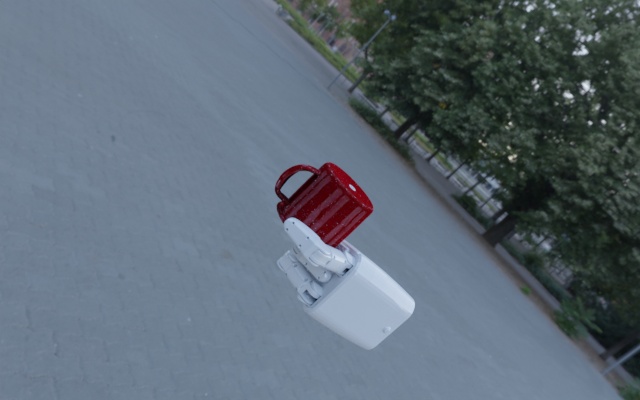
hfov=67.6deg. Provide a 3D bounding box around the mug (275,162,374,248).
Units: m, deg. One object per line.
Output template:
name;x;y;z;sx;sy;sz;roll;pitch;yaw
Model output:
mug;-0.001;0.001;0.565;0.117;0.081;0.093;40;15;-23
